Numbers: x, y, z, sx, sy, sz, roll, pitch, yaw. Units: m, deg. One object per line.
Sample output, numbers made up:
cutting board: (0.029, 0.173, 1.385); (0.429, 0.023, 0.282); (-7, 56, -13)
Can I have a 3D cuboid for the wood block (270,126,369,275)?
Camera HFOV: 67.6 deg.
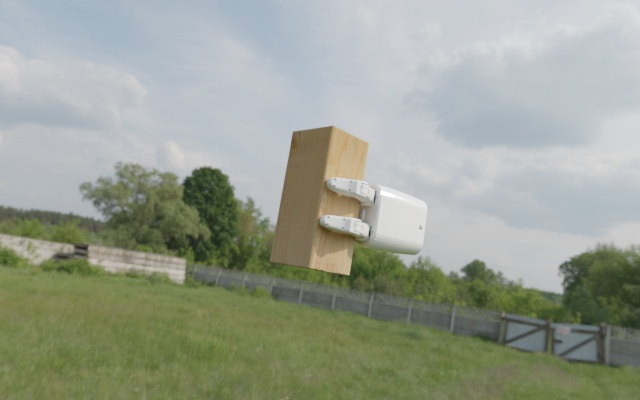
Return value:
wood block: (0.000, 0.002, 0.729); (0.091, 0.206, 0.090); (0, -13, 46)
